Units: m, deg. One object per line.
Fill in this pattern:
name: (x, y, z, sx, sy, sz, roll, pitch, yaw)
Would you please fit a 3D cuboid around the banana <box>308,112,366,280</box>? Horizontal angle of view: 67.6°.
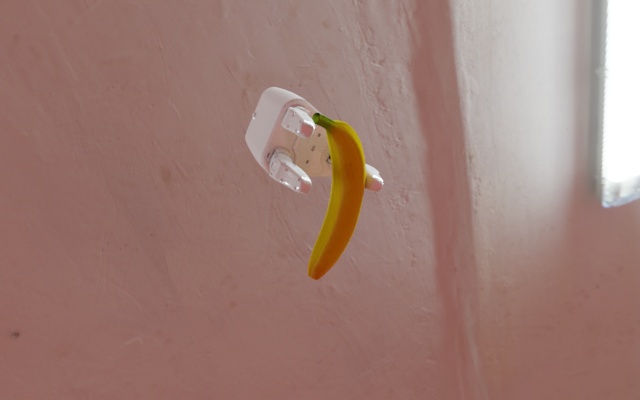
banana: (0.017, -0.004, 0.524, 0.069, 0.198, 0.037, -10, 28, -23)
